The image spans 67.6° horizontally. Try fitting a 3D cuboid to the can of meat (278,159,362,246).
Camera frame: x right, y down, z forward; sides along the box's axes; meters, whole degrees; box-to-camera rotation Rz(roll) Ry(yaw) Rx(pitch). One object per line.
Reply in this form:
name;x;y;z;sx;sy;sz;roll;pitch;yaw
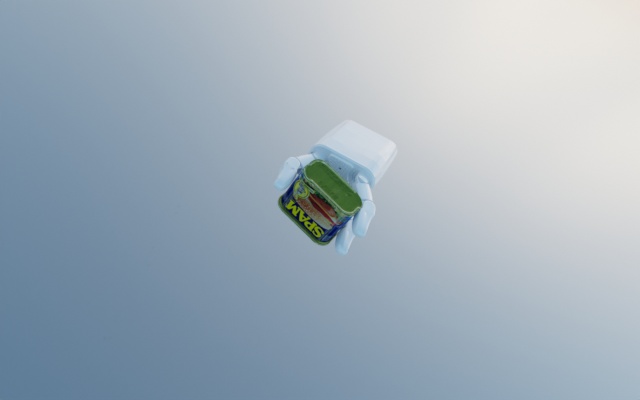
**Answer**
can of meat;0.000;0.002;0.689;0.057;0.102;0.084;-43;-5;-45
